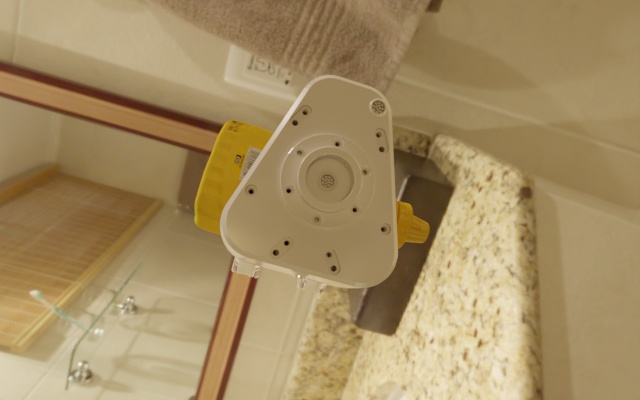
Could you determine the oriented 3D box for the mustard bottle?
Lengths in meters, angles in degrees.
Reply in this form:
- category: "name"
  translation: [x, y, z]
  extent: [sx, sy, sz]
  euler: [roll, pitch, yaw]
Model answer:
- category: "mustard bottle"
  translation: [0.000, 0.001, 0.402]
  extent: [0.191, 0.096, 0.058]
  euler: [16, -33, -6]
